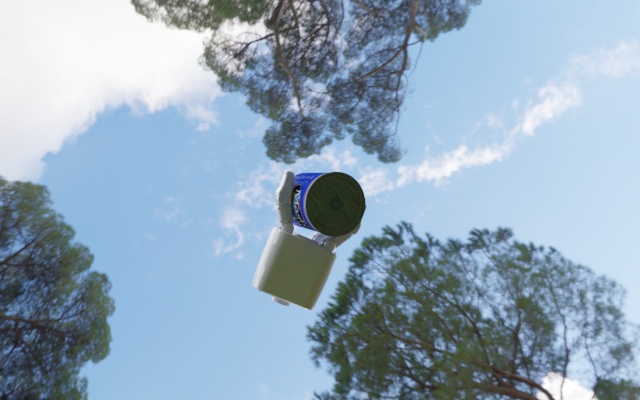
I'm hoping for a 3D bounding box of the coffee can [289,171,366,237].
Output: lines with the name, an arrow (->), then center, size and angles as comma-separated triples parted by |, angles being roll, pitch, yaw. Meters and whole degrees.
coffee can -> 0.000, 0.002, 0.809 | 0.103, 0.103, 0.140 | 0, 3, -21
